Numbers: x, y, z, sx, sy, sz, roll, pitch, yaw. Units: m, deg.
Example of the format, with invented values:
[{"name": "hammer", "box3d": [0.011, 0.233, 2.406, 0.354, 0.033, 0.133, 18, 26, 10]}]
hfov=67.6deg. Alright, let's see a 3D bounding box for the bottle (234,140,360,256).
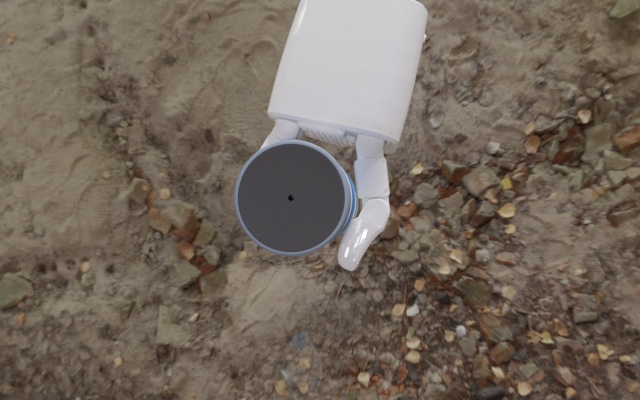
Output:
[{"name": "bottle", "box3d": [0.000, 0.001, 0.416, 0.069, 0.069, 0.296, 0, -1, 7]}]
